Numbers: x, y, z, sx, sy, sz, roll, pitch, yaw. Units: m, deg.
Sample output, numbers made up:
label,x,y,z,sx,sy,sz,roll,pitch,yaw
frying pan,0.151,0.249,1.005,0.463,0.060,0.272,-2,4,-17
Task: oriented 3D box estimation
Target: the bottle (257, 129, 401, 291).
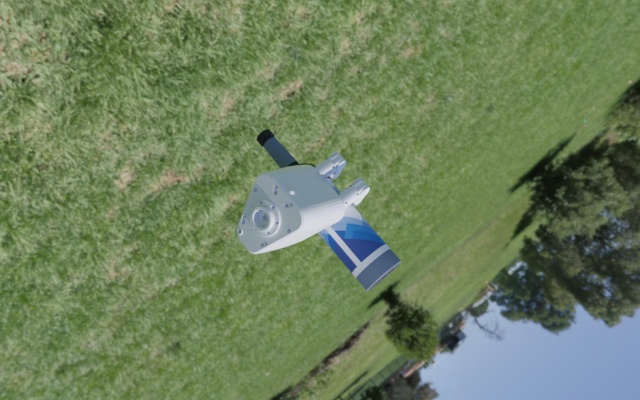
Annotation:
label,x,y,z,sx,sy,sz,roll,pitch,yaw
bottle,0.000,0.003,0.730,0.069,0.295,0.069,-37,-16,-12
